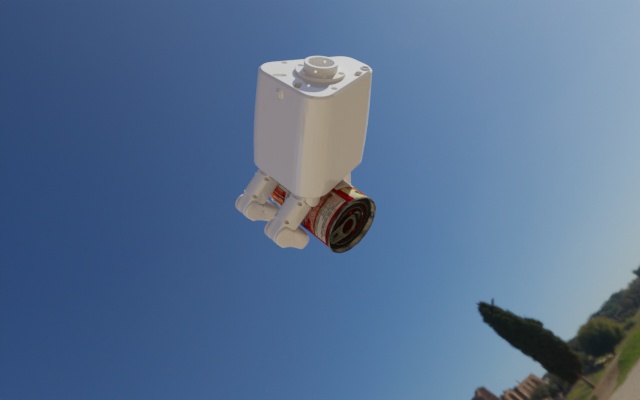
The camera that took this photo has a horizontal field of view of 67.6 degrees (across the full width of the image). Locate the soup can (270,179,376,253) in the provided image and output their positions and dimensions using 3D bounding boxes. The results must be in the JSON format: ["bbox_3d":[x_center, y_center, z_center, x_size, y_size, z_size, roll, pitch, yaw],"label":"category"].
[{"bbox_3d":[0.000,0.002,0.522,0.102,0.068,0.068,36,22,34],"label":"soup can"}]
